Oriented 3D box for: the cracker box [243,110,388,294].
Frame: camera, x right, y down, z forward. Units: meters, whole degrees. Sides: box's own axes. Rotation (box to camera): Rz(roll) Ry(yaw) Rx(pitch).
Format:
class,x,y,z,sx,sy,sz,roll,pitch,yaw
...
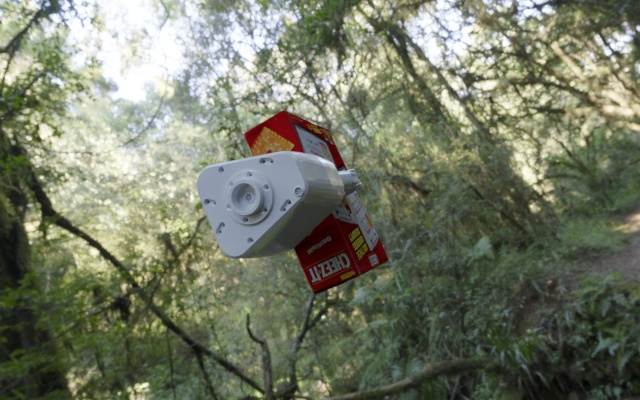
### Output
class,x,y,z,sx,sy,sz,roll,pitch,yaw
cracker box,0.000,0.002,0.628,0.072,0.213,0.164,-27,-9,17
